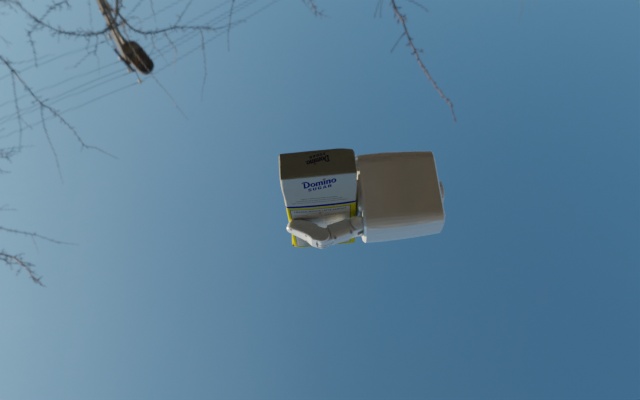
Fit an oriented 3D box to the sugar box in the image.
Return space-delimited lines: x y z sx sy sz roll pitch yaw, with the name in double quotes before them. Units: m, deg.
"sugar box" 0.000 0.002 0.636 0.093 0.048 0.176 -5 -35 -1
